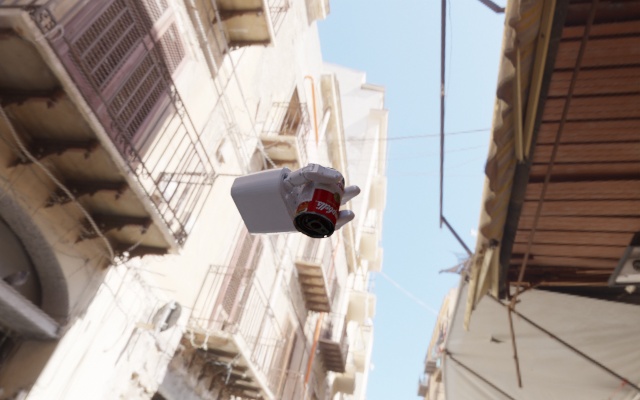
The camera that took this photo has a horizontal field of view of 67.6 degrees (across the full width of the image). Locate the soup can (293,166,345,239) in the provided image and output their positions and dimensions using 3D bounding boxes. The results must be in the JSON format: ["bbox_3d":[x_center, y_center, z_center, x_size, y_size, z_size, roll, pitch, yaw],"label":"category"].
[{"bbox_3d":[0.001,0.002,0.785,0.068,0.102,0.069,10,-38,8],"label":"soup can"}]
